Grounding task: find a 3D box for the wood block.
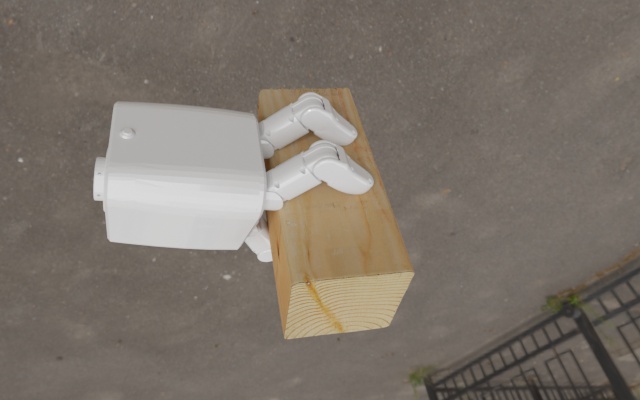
[{"bbox_3d":[0.000,0.002,0.417,0.090,0.206,0.091,-4,-39,-12],"label":"wood block"}]
